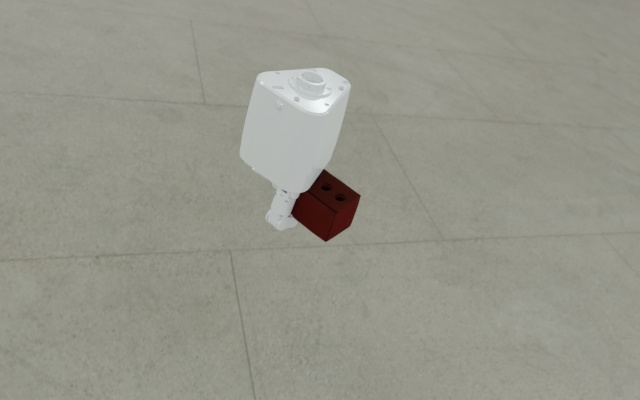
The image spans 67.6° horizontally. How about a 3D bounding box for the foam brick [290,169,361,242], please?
[{"bbox_3d":[0.000,0.002,0.585,0.078,0.051,0.053,36,41,20],"label":"foam brick"}]
